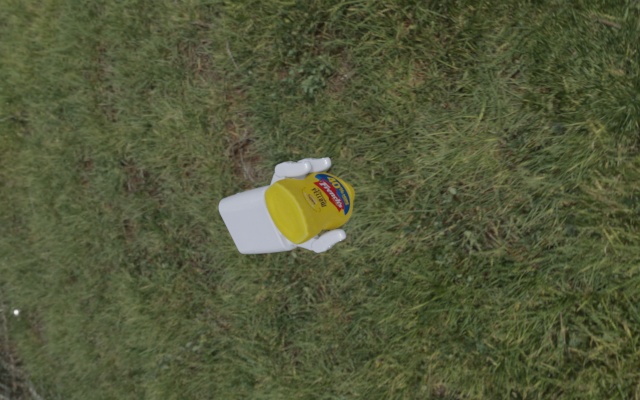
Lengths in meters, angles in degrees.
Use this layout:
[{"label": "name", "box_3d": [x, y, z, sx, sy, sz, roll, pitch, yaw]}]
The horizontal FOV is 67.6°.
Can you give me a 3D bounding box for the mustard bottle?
[{"label": "mustard bottle", "box_3d": [0.000, 0.002, 0.757, 0.058, 0.096, 0.191, -40, -12, 33]}]
